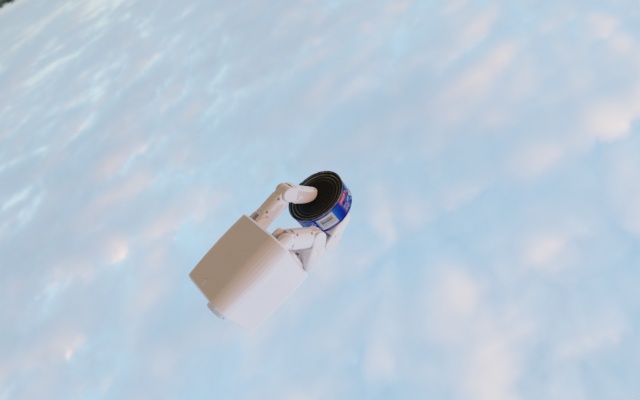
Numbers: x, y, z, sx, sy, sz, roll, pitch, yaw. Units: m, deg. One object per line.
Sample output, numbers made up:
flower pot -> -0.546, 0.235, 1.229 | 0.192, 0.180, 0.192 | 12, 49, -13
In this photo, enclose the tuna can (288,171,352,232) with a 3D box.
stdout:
tuna can -> 0.000, 0.002, 0.662 | 0.086, 0.086, 0.034 | 0, -36, 38
